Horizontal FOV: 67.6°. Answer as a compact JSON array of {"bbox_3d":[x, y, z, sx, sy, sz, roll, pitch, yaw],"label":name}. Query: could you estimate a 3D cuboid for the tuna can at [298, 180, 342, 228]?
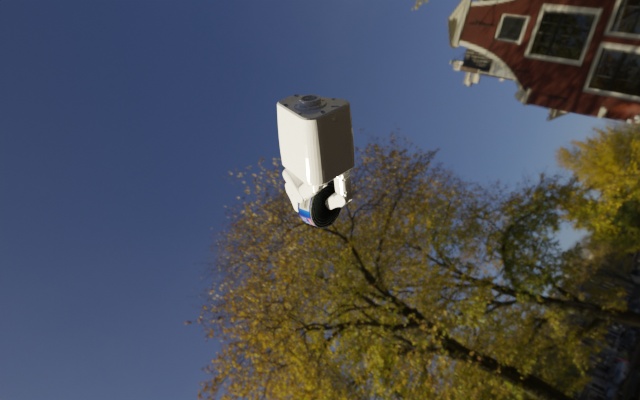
[{"bbox_3d":[0.000,0.003,0.827,0.033,0.086,0.086,18,11,37],"label":"tuna can"}]
